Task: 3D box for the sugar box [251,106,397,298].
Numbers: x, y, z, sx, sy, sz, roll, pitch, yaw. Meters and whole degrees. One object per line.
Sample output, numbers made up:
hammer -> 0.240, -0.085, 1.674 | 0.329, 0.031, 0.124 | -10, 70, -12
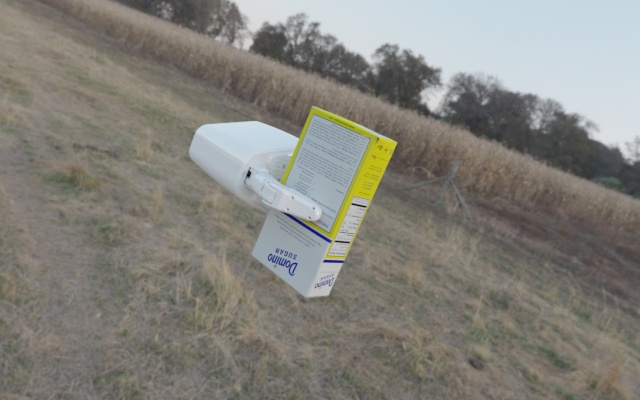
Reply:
sugar box -> 0.000, 0.002, 0.498 | 0.093, 0.176, 0.048 | 32, 15, 36
